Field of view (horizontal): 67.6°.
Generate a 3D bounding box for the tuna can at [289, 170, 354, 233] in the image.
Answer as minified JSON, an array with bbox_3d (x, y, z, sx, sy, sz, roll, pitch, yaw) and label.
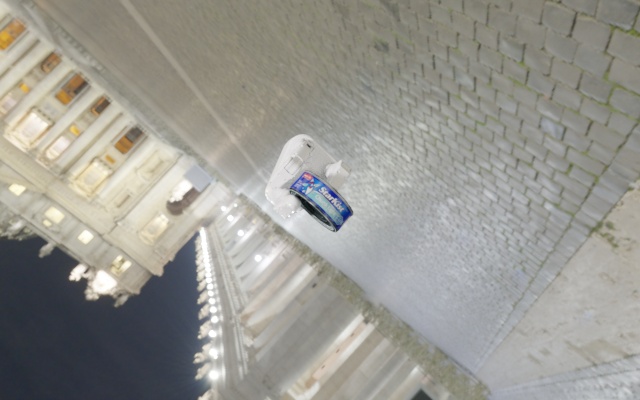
[{"bbox_3d":[0.000,0.002,0.620,0.086,0.033,0.086,41,-10,9],"label":"tuna can"}]
